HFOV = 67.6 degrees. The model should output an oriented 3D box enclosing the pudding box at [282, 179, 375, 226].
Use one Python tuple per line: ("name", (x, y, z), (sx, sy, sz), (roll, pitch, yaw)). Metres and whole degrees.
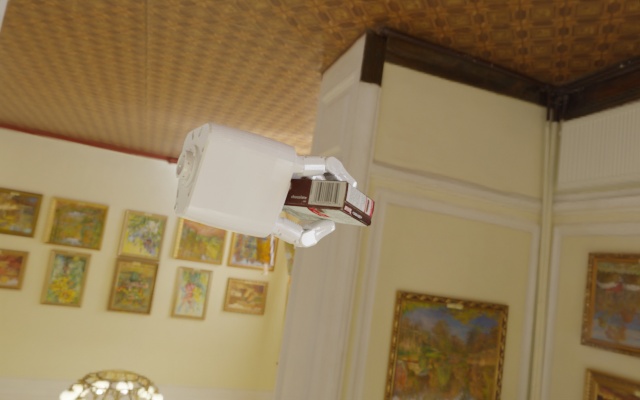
("pudding box", (0.000, 0.002, 0.609), (0.113, 0.039, 0.090), (6, -12, 30))
